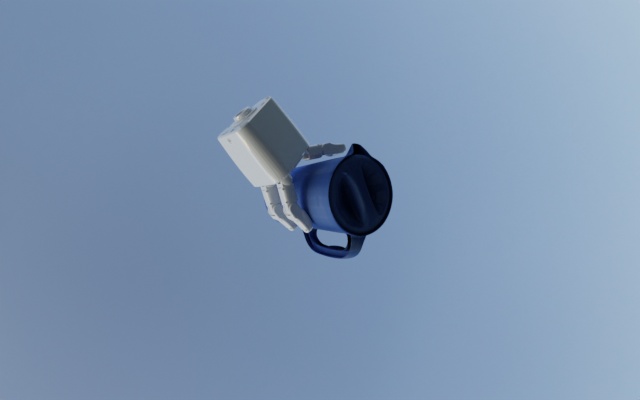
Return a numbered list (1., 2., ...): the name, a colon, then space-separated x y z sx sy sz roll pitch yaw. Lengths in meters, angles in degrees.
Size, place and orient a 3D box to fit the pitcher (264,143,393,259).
1. pitcher: 0.000 0.003 0.849 0.149 0.145 0.243 -50 25 -25
